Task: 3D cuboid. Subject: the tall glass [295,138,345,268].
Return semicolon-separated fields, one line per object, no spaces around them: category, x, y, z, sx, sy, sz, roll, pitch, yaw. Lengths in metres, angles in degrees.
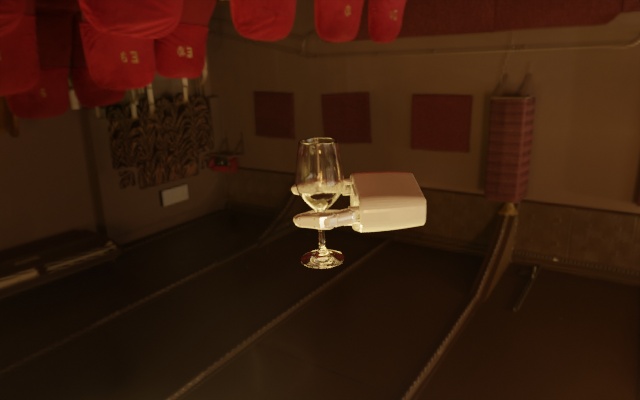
tall glass;0.000;0.003;0.770;0.079;0.201;0.079;-2;16;1
